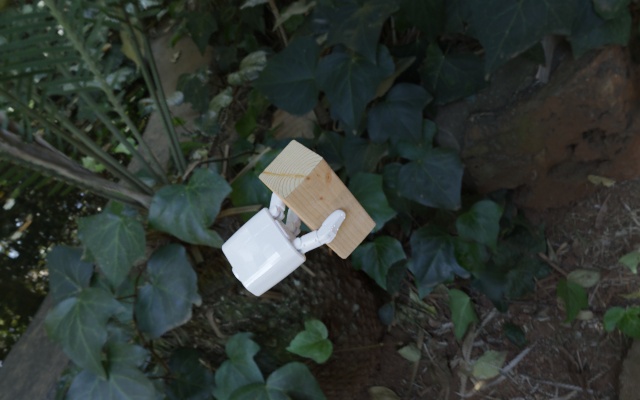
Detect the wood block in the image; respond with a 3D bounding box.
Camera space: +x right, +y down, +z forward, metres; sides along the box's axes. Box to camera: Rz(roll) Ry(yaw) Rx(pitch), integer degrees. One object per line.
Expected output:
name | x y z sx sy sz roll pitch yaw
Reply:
wood block | 0.000 0.003 0.836 0.090 0.090 0.206 38 -7 45
